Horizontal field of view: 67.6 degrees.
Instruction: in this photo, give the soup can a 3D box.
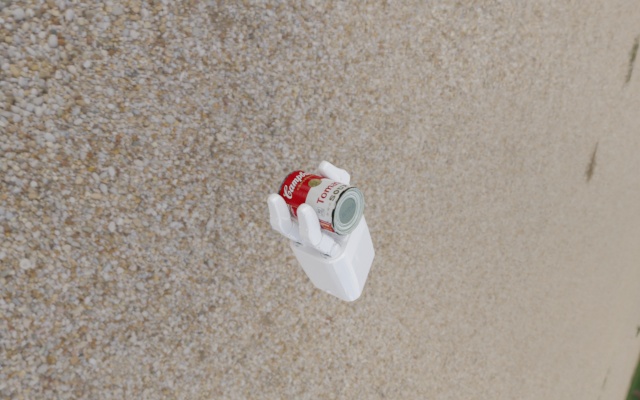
[{"bbox_3d":[0.000,0.002,0.650,0.102,0.068,0.068,19,12,38],"label":"soup can"}]
